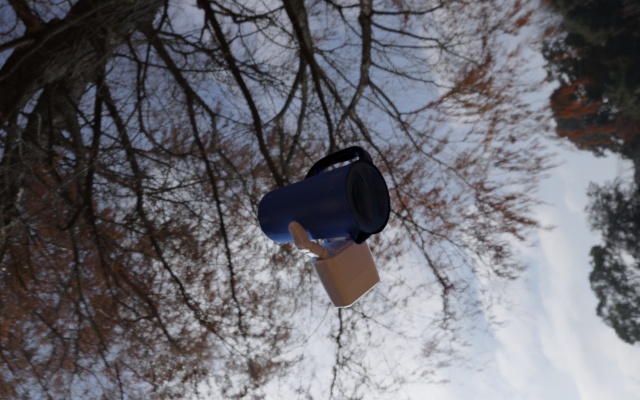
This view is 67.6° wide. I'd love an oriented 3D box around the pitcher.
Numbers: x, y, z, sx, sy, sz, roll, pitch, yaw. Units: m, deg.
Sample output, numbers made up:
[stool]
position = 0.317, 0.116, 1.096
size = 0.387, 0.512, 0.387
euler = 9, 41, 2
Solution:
[pitcher]
position = 0.000, 0.003, 0.899
size = 0.243, 0.145, 0.149
euler = -13, 18, 39
